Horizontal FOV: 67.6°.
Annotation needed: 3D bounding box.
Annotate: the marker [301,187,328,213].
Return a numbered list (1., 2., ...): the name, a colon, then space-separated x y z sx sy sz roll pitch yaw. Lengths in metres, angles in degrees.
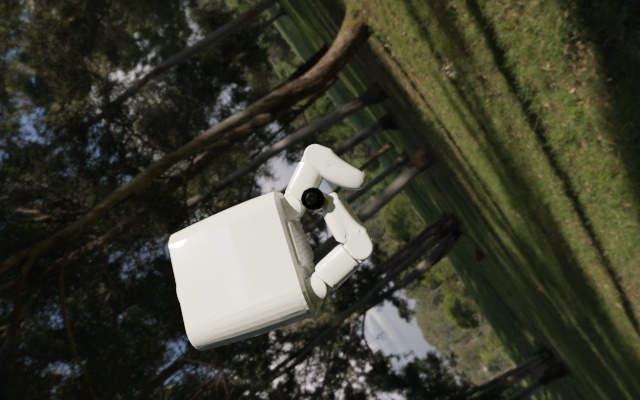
1. marker: 0.000 0.001 0.434 0.020 0.020 0.121 0 -3 7
